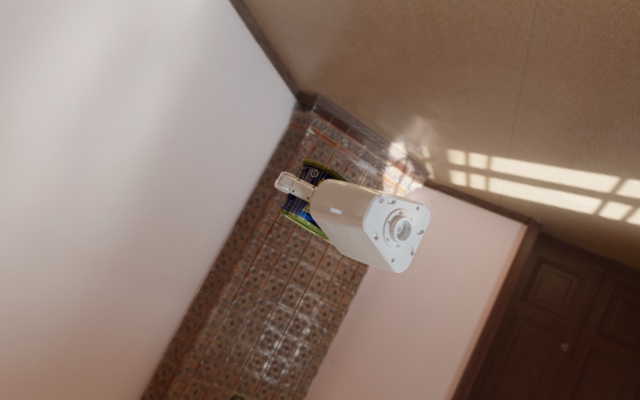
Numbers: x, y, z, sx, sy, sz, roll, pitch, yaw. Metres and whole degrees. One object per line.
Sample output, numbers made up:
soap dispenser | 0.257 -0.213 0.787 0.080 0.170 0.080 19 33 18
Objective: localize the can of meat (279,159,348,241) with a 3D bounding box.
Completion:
can of meat | 0.000 0.002 0.684 0.102 0.084 0.057 34 -11 -39
